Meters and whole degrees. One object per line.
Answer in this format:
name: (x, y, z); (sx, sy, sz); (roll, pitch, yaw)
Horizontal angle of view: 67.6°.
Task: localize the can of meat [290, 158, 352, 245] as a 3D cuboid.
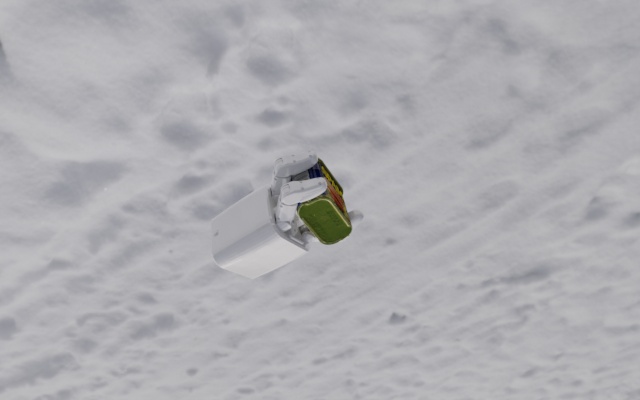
can of meat: (0.000, 0.002, 0.679); (0.057, 0.083, 0.102); (-27, -47, 12)
